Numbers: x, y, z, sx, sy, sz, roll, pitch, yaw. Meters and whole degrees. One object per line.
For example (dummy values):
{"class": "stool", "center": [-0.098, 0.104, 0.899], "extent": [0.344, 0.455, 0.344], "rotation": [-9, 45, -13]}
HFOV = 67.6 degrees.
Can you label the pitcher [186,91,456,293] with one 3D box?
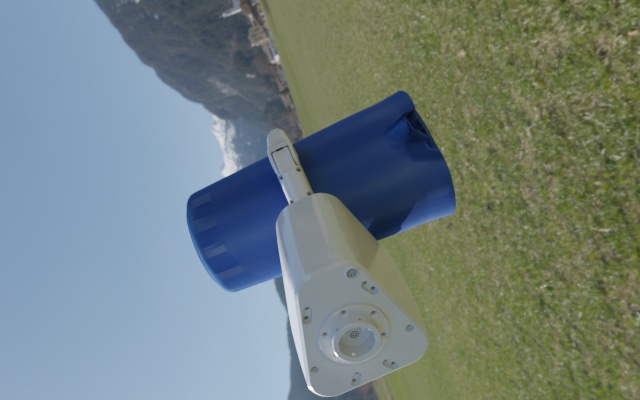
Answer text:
{"class": "pitcher", "center": [0.000, 0.002, 0.486], "extent": [0.243, 0.149, 0.145], "rotation": [-23, 26, 0]}
